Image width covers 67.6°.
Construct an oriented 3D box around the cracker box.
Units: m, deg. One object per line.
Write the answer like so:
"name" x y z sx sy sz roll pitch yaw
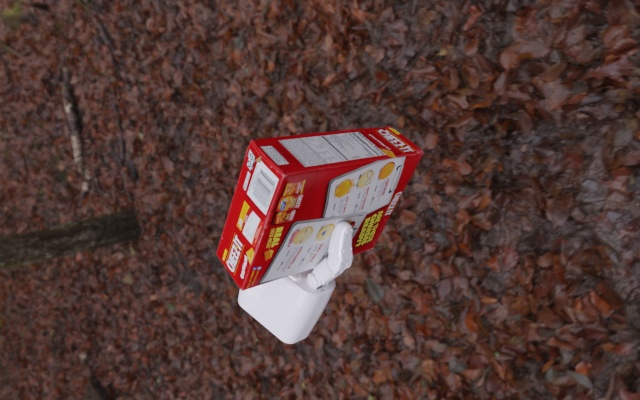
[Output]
"cracker box" 0.000 0.002 0.558 0.213 0.164 0.072 -13 48 -41
